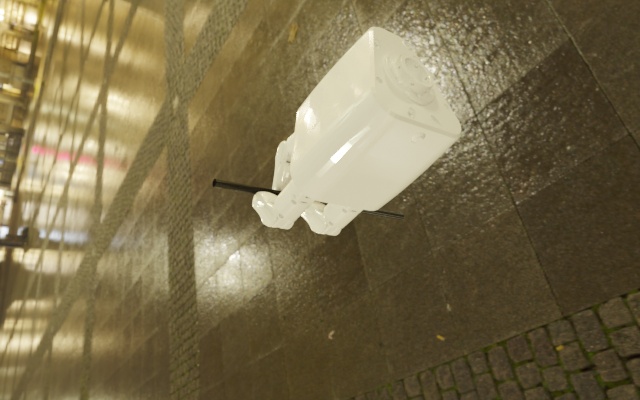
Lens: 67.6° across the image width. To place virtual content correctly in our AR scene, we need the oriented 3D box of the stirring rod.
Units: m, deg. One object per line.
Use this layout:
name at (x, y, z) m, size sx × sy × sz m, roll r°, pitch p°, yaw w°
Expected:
stirring rod at (0.000, 0.002, 0.507) m, size 0.239 × 0.011 × 0.011 m, roll 10°, pitch -6°, yaw -34°
